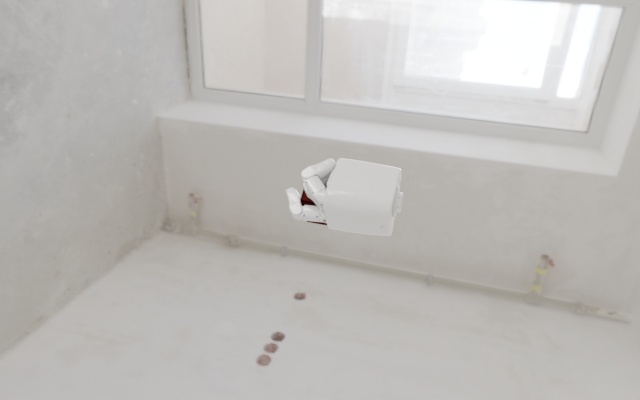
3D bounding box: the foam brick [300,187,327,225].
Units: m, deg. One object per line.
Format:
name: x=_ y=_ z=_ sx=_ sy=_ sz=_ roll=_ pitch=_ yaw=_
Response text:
foam brick: x=0.000 y=0.003 z=0.841 sx=0.051 sy=0.053 sz=0.078 roll=9 pitch=-27 yaw=13
